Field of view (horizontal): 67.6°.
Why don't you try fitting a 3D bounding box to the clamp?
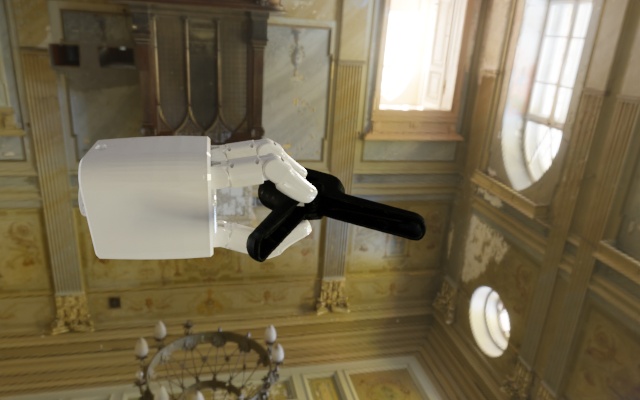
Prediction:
[{"bbox_3d":[0.000,0.002,0.493,0.164,0.036,0.210,-2,21,-12],"label":"clamp"}]
